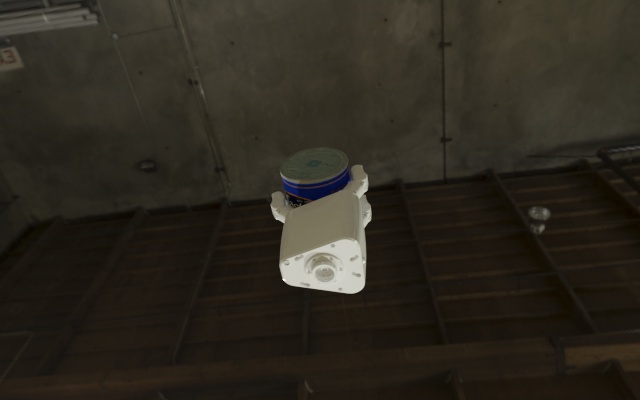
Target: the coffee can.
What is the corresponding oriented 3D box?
[{"bbox_3d":[0.000,0.002,0.745,0.103,0.140,0.102,-7,32,5],"label":"coffee can"}]
